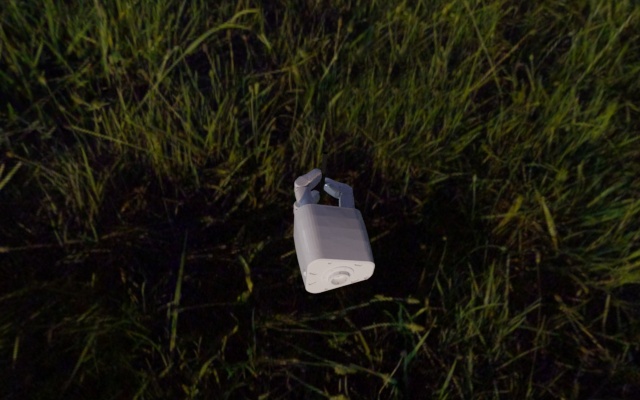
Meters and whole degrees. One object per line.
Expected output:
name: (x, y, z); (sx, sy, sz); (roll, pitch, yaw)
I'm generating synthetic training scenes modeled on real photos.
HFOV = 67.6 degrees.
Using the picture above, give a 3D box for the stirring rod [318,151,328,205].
stirring rod: (0.000, 0.003, 0.858); (0.011, 0.011, 0.240); (0, -42, -5)
